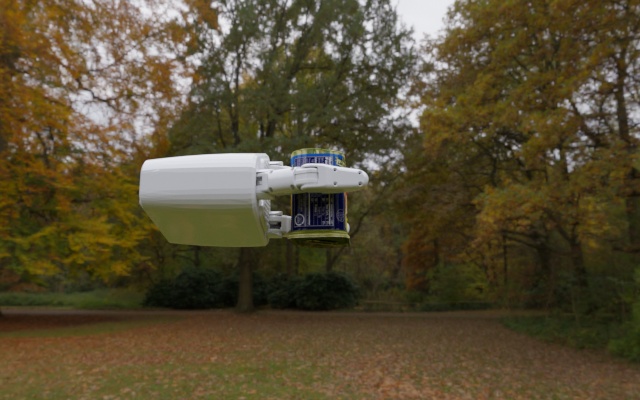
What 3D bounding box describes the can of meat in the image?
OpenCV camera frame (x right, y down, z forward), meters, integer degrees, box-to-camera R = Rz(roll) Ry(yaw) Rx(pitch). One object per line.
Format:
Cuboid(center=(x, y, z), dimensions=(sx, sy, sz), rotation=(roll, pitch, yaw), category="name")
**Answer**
Cuboid(center=(0.000, 0.001, 0.479), dimensions=(0.057, 0.084, 0.102), rotation=(-2, -11, 4), category="can of meat")
